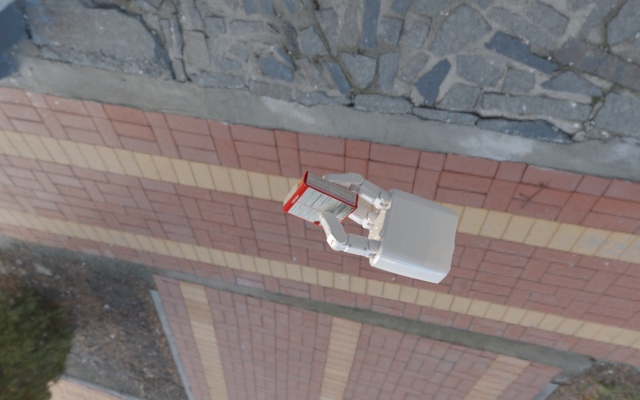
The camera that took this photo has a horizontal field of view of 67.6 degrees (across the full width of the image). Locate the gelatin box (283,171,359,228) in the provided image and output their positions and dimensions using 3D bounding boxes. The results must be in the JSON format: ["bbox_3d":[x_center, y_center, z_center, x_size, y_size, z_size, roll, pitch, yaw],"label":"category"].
[{"bbox_3d":[0.000,0.003,0.700,0.089,0.030,0.073,23,-41,-19],"label":"gelatin box"}]
